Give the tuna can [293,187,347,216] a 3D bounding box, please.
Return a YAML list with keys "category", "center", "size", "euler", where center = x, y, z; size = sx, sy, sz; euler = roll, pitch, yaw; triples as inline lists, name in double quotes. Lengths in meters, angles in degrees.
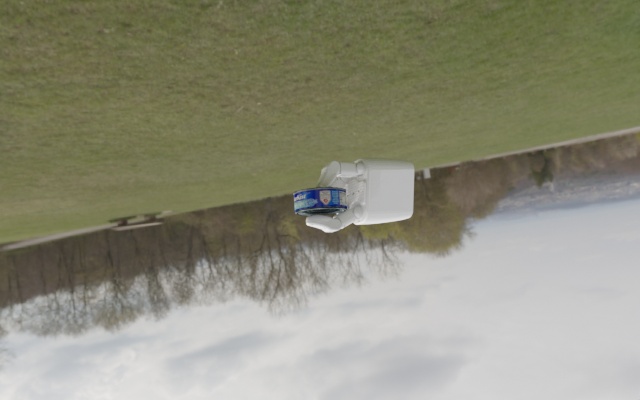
- category: "tuna can"
  center: [0.000, 0.003, 0.765]
  size: [0.086, 0.033, 0.086]
  euler: [-4, -9, -1]
